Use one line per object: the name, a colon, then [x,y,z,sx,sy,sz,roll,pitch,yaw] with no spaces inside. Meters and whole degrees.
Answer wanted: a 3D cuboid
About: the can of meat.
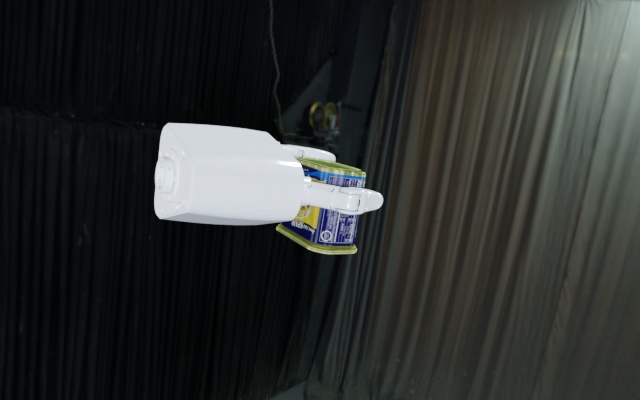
can of meat: [0.000,0.001,0.504,0.057,0.084,0.102,3,10,-32]
